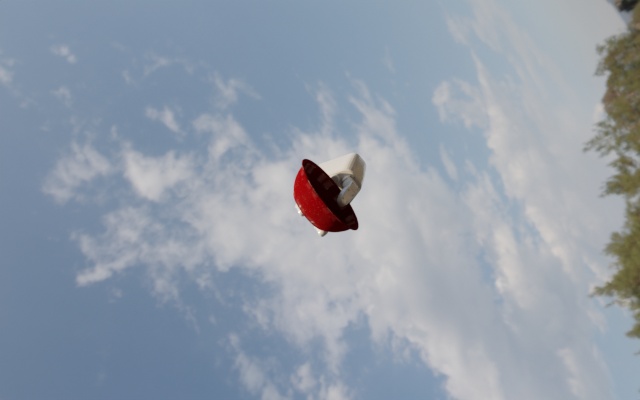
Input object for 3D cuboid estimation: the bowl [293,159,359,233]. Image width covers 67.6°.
[{"bbox_3d":[-0.001,0.003,0.875,0.055,0.162,0.162,-38,-11,15],"label":"bowl"}]
